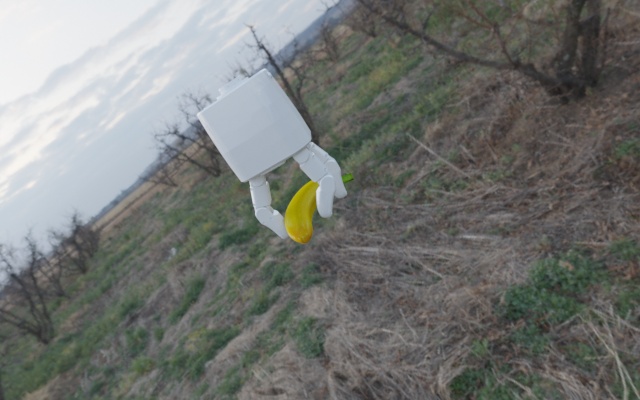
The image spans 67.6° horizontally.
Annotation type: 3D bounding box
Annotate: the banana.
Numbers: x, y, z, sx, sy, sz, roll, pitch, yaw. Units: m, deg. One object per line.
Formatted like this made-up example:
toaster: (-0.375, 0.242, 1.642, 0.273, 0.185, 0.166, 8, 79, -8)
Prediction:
banana: (-0.014, 0.006, 0.682, 0.069, 0.037, 0.197, -19, 20, 30)
